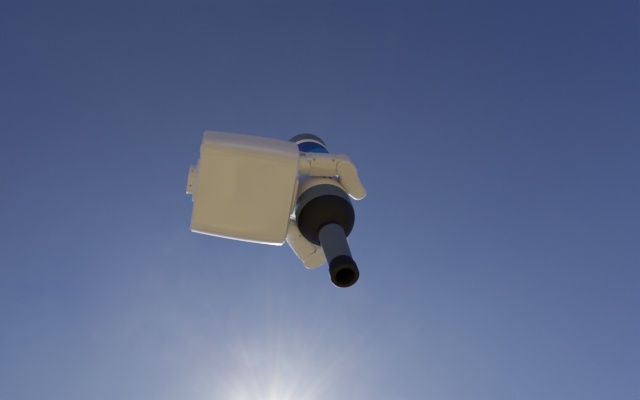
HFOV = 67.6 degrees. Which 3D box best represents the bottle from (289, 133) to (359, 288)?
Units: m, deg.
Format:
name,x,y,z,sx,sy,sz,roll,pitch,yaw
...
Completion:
name,x,y,z,sx,sy,sz,roll,pitch,yaw
bottle,0.000,0.002,0.570,0.069,0.069,0.295,0,28,-10
